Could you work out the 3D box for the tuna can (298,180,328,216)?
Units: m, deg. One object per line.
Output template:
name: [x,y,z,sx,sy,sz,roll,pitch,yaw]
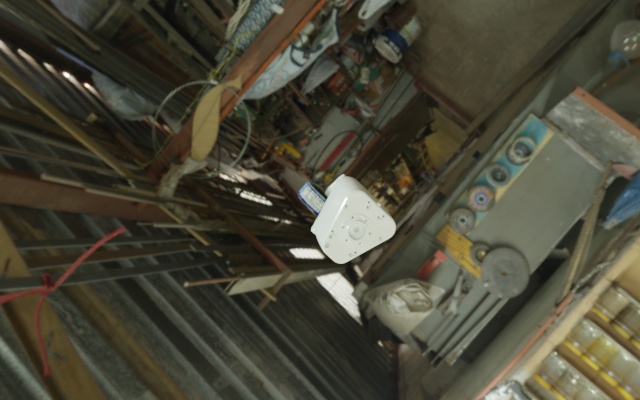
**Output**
tuna can: [0.000,0.003,0.865,0.086,0.034,0.086,41,9,-8]
